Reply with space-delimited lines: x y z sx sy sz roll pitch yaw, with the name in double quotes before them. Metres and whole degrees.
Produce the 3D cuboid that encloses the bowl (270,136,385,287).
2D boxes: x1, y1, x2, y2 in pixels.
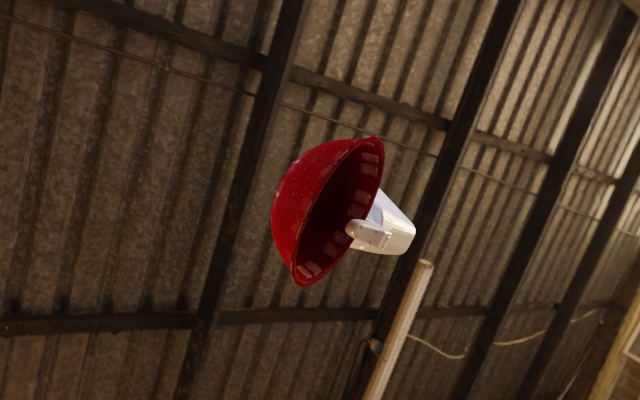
"bowl" -0.001 0.001 0.471 0.055 0.162 0.162 28 11 21
